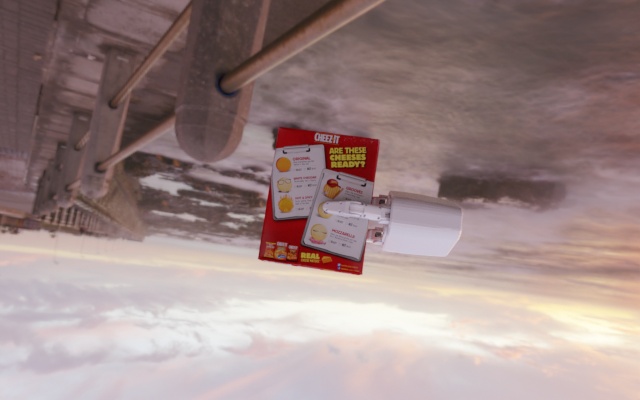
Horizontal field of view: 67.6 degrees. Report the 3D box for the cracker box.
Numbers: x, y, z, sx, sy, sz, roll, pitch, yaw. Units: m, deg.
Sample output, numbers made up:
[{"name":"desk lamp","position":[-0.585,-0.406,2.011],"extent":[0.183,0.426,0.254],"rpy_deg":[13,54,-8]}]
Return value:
[{"name":"cracker box","position":[0.000,0.003,0.766],"extent":[0.164,0.213,0.072],"rpy_deg":[8,-8,3]}]
